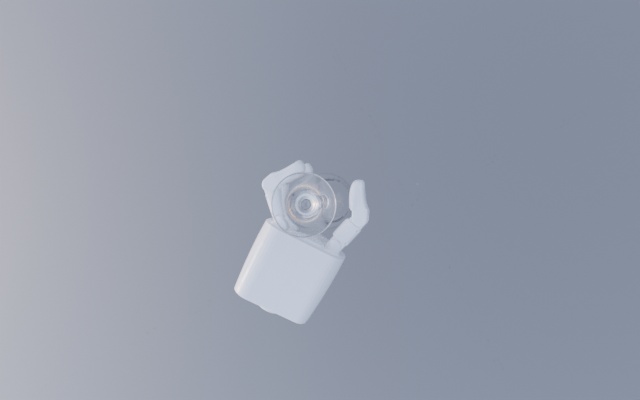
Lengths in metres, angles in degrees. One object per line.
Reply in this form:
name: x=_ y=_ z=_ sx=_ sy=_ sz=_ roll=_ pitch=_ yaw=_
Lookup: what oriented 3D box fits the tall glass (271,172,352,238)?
tall glass: x=0.000 y=0.002 z=0.627 sx=0.079 sy=0.079 sz=0.201 roll=0 pitch=2 yaw=12
